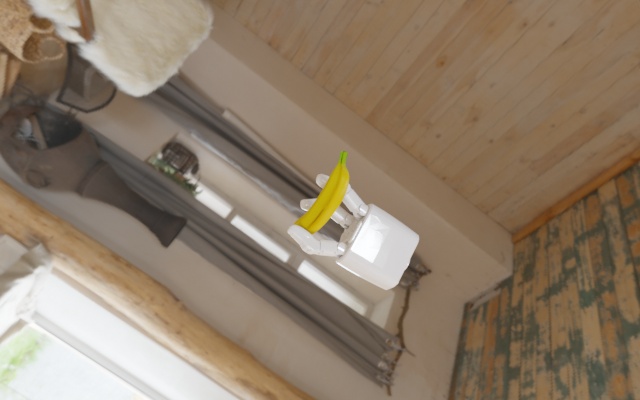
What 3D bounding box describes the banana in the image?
[{"bbox_3d":[0.000,0.012,0.787,0.037,0.198,0.069,27,36,-12],"label":"banana"}]
